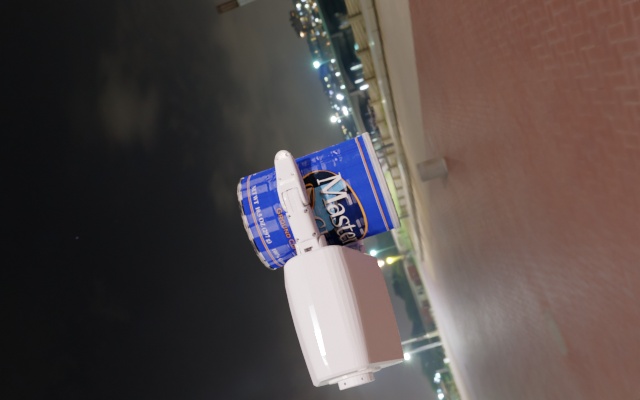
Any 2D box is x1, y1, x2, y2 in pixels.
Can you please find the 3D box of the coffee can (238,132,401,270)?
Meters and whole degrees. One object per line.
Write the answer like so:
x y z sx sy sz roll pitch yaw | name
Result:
0.000 0.001 0.494 0.140 0.103 0.103 -19 -3 7 | coffee can
